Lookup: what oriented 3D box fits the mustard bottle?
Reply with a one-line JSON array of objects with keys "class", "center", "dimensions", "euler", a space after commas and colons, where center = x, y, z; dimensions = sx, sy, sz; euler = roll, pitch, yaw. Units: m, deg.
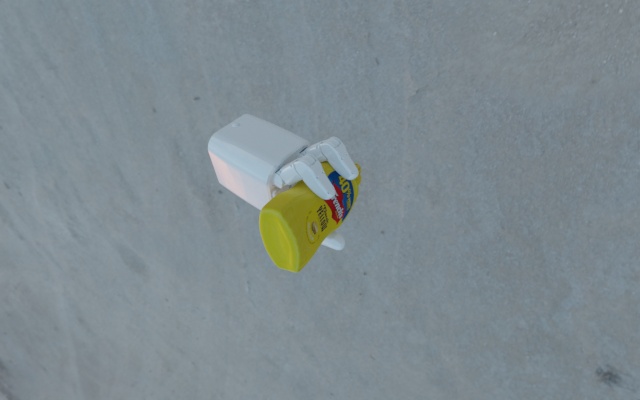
[{"class": "mustard bottle", "center": [0.000, 0.002, 0.634], "dimensions": [0.058, 0.096, 0.191], "euler": [8, 36, 34]}]
